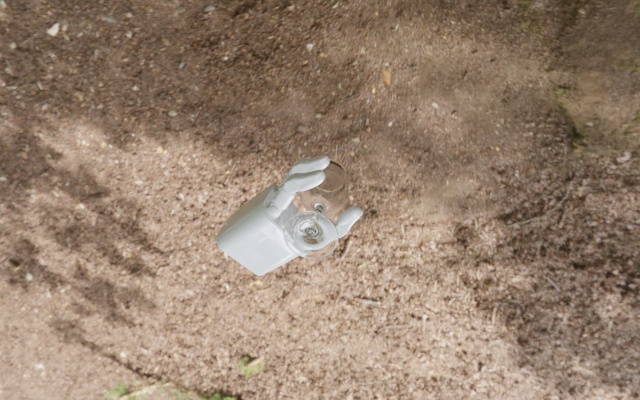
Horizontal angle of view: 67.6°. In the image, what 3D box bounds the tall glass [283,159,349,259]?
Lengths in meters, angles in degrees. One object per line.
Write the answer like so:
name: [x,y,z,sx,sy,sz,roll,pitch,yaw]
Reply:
tall glass: [0.000,0.003,0.721,0.079,0.079,0.201,0,27,9]
